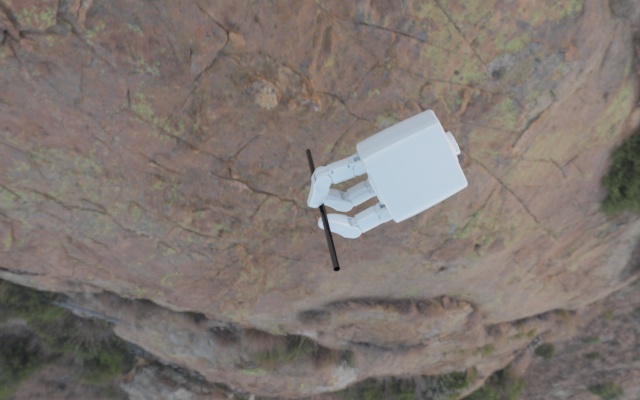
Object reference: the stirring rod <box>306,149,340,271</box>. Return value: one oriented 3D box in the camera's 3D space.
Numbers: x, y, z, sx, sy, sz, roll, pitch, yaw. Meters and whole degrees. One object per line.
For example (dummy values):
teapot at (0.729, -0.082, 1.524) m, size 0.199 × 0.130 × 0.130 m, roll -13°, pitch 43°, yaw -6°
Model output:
stirring rod at (0.000, 0.002, 0.647) m, size 0.011 × 0.011 × 0.239 m, roll 0°, pitch 41°, yaw -12°
